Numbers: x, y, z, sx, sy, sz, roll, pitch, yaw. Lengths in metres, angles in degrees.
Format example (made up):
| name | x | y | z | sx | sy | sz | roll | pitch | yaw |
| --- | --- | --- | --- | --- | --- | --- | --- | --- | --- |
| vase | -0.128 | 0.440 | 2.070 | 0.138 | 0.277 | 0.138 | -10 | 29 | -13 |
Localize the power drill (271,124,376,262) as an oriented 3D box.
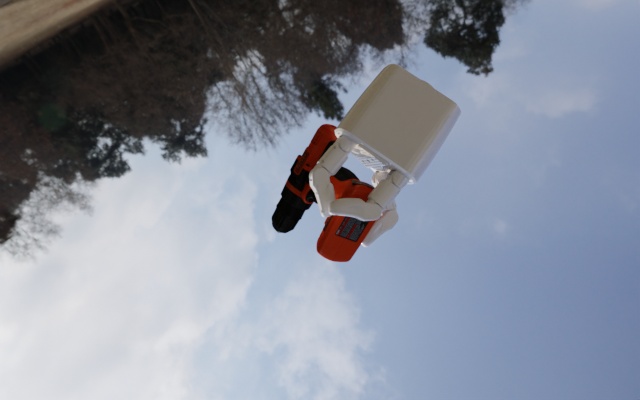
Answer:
| name | x | y | z | sx | sy | sz | roll | pitch | yaw |
| --- | --- | --- | --- | --- | --- | --- | --- | --- | --- |
| power drill | 0.000 | 0.002 | 0.659 | 0.057 | 0.184 | 0.187 | 18 | 20 | -31 |
